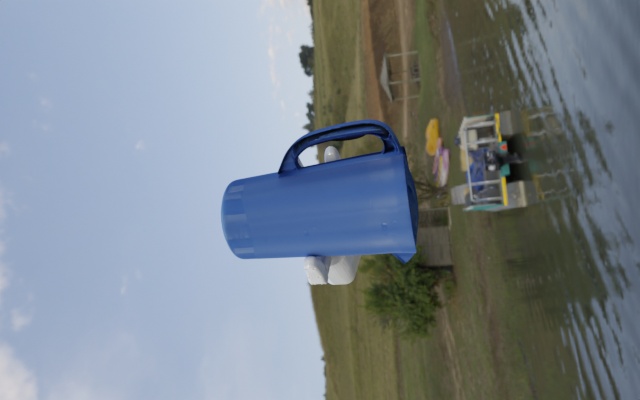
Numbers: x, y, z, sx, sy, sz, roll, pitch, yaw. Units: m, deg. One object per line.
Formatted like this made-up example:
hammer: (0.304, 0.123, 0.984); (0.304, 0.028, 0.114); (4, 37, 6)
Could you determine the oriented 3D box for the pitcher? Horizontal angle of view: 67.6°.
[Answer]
pitcher: (0.000, 0.002, 0.613); (0.243, 0.149, 0.145); (-7, -26, 13)
